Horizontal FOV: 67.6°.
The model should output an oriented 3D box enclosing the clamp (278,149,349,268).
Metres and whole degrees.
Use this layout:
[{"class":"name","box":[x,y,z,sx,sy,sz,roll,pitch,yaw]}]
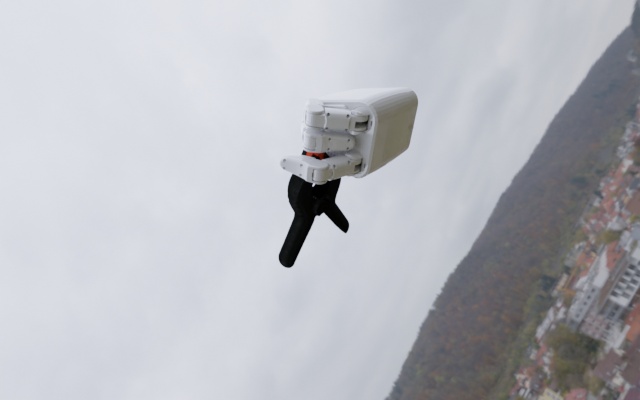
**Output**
[{"class":"clamp","box":[0.000,0.002,0.626,0.039,0.172,0.120,32,40,30]}]
